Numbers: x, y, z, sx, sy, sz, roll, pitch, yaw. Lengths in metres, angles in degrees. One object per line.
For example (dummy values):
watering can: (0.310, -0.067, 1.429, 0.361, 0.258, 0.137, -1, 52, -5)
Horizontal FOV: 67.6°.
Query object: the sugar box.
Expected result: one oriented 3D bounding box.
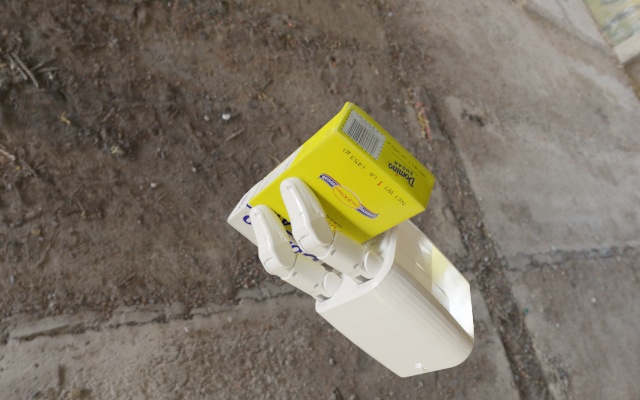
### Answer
sugar box: (0.000, 0.002, 0.411, 0.093, 0.048, 0.176, 40, -44, -13)
